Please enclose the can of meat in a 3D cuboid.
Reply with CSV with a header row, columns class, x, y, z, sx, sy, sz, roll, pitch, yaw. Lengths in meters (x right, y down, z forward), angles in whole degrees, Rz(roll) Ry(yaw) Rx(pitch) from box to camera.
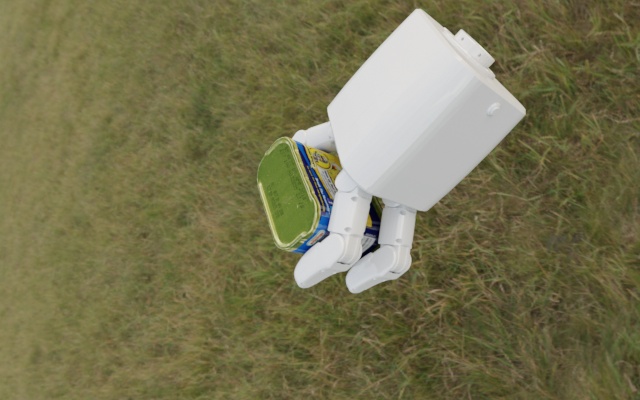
class,x,y,z,sx,sy,sz,roll,pitch,yaw
can of meat,0.000,0.001,0.403,0.084,0.102,0.057,17,-50,-42
